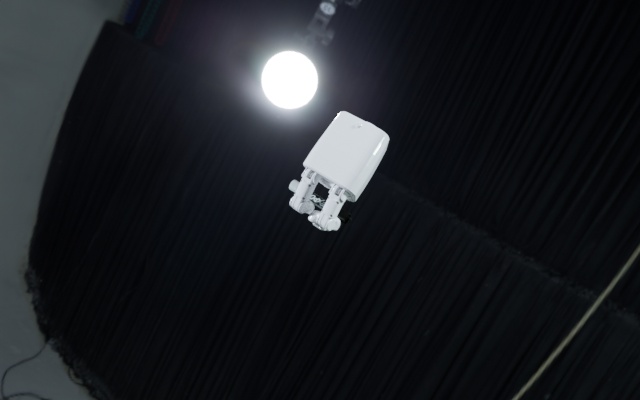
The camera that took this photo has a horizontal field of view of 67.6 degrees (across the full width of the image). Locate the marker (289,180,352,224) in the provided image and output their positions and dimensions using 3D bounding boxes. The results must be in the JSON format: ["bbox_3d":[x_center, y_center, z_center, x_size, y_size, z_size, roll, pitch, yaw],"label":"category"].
[{"bbox_3d":[0.000,0.003,0.778,0.121,0.020,0.020,32,14,23],"label":"marker"}]
